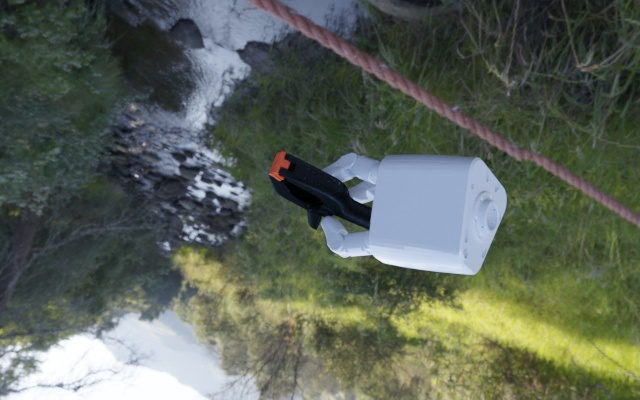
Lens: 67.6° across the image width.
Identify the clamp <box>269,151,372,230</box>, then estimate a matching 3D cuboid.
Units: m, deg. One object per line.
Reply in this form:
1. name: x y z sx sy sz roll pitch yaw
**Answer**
1. clamp: 0.000 0.002 0.597 0.164 0.036 0.210 2 -23 43
